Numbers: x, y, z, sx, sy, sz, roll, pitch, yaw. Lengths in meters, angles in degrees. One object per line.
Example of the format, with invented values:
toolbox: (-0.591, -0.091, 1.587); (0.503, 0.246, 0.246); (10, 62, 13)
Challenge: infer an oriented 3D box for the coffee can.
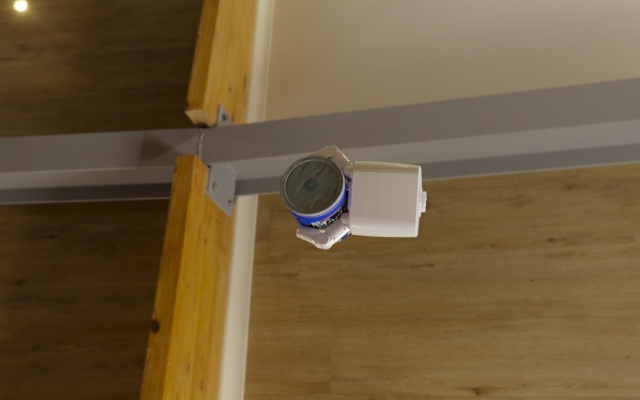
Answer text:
coffee can: (0.000, 0.003, 0.801); (0.103, 0.102, 0.140); (0, -24, 13)
